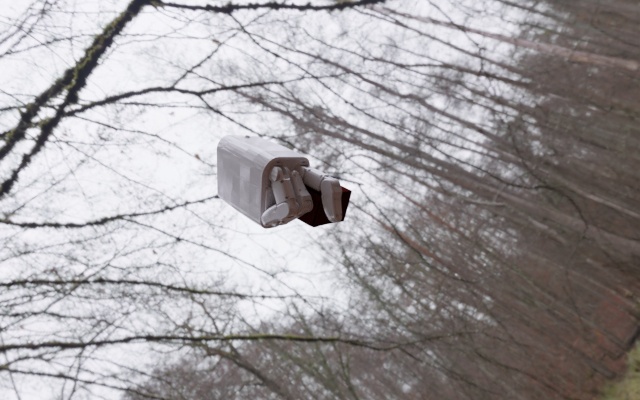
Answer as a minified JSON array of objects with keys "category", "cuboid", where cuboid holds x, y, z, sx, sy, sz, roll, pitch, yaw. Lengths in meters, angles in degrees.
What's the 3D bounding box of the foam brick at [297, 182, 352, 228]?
[{"category":"foam brick","cuboid":[0.000,0.002,0.704,0.051,0.053,0.078,26,19,32]}]
